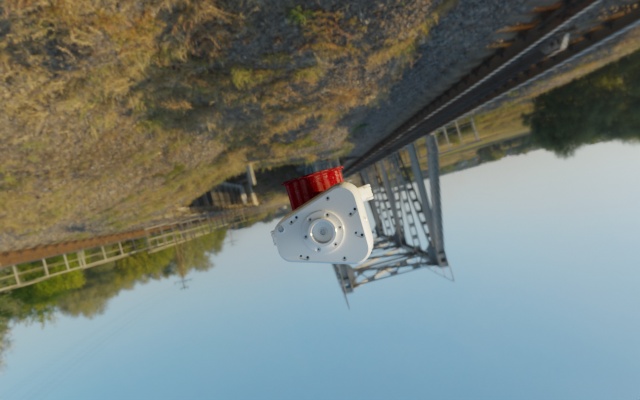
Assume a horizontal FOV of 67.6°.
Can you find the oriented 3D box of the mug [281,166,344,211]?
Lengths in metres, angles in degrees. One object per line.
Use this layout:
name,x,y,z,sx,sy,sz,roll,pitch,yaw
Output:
mug,0.000,0.002,0.699,0.093,0.081,0.117,-16,0,7
